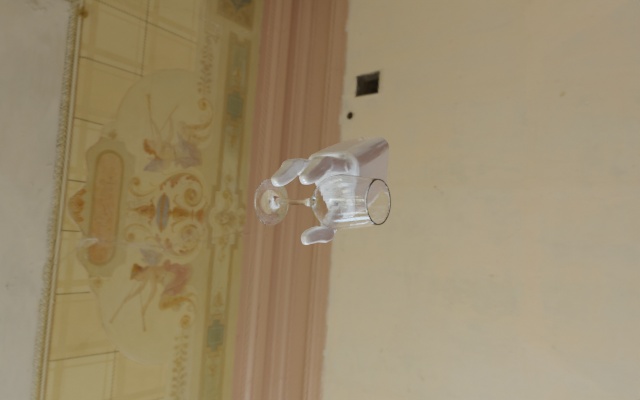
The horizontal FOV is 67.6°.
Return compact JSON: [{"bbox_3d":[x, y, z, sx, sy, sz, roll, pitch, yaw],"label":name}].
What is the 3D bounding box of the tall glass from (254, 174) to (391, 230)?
[{"bbox_3d":[-0.001,0.002,0.691,0.201,0.079,0.079,0,0,39],"label":"tall glass"}]
